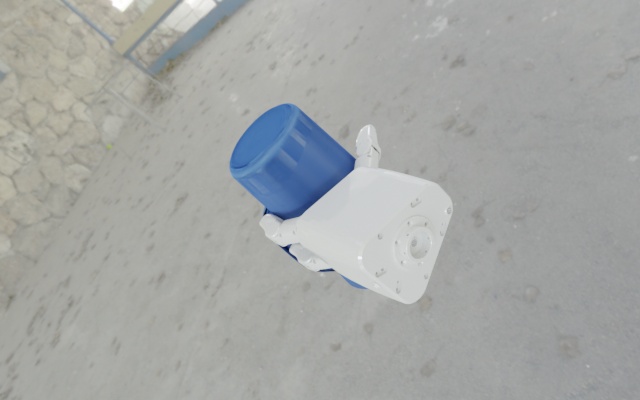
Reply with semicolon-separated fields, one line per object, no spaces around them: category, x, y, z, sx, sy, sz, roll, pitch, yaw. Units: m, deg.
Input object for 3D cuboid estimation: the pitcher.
pitcher;0.000;0.002;0.597;0.243;0.149;0.145;41;-10;-31
